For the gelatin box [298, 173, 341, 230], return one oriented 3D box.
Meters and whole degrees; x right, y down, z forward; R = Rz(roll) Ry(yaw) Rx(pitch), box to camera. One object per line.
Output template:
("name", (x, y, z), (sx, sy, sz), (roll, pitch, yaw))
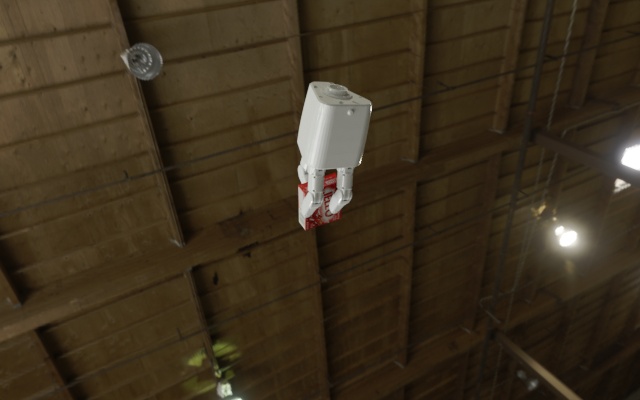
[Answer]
("gelatin box", (0.000, 0.003, 0.833), (0.073, 0.089, 0.030), (-18, 44, -21))
